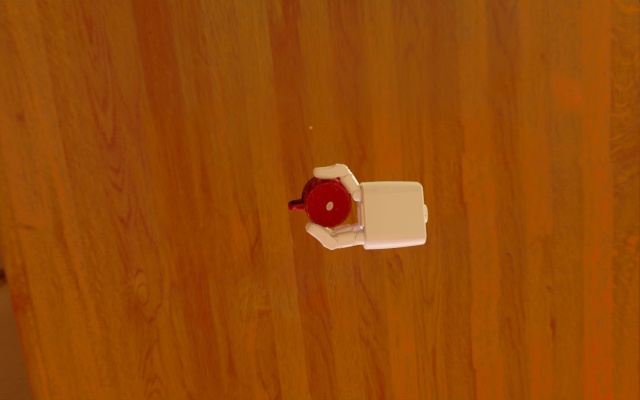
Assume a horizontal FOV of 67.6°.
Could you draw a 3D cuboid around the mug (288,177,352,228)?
[{"bbox_3d":[-0.001,0.003,0.852,0.117,0.093,0.081,-5,9,-1],"label":"mug"}]
